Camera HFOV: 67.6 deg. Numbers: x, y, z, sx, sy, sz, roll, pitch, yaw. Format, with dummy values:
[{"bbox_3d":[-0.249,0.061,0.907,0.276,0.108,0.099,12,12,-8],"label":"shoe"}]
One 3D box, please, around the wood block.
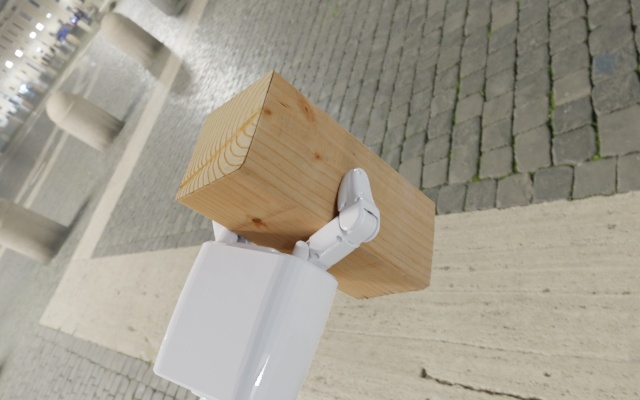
[{"bbox_3d":[0.000,0.002,0.405,0.091,0.090,0.206,-20,-43,42],"label":"wood block"}]
